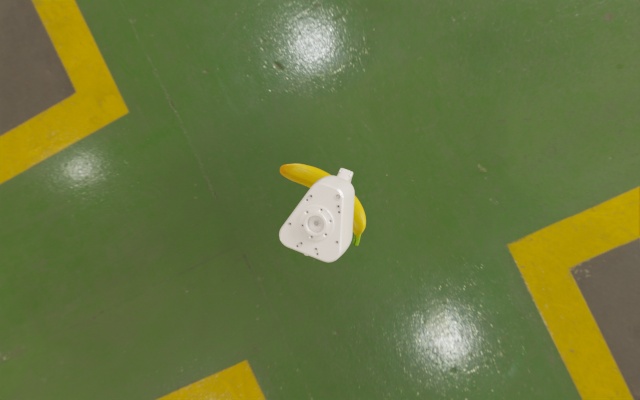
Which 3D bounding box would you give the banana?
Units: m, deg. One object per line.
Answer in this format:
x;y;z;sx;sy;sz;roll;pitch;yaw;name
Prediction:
0.015;-0.008;0.843;0.069;0.198;0.037;-45;-1;15;banana
